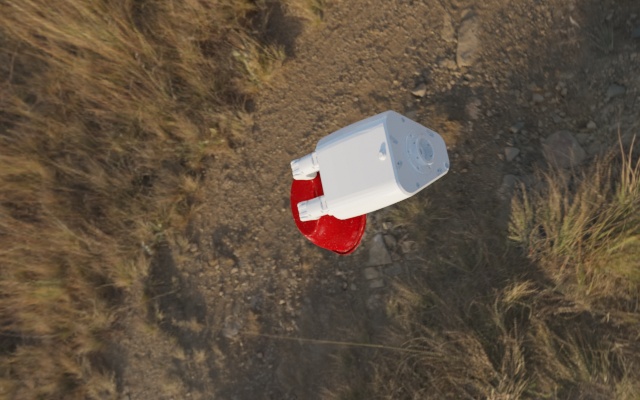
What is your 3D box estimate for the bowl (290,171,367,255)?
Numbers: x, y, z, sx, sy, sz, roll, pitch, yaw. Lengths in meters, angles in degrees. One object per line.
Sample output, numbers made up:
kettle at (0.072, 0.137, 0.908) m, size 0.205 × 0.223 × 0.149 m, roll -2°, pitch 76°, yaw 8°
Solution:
bowl at (-0.001, 0.003, 0.689) m, size 0.055 × 0.162 × 0.162 m, roll -7°, pitch 3°, yaw -28°
